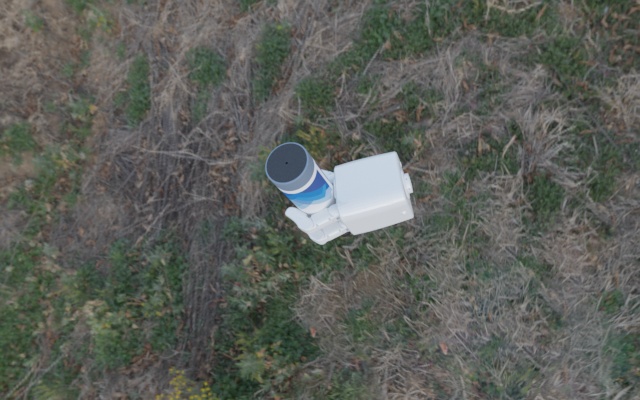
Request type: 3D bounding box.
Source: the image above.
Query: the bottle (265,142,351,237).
[{"bbox_3d":[0.000,0.003,0.798,0.069,0.069,0.296,0,-22,21],"label":"bottle"}]
